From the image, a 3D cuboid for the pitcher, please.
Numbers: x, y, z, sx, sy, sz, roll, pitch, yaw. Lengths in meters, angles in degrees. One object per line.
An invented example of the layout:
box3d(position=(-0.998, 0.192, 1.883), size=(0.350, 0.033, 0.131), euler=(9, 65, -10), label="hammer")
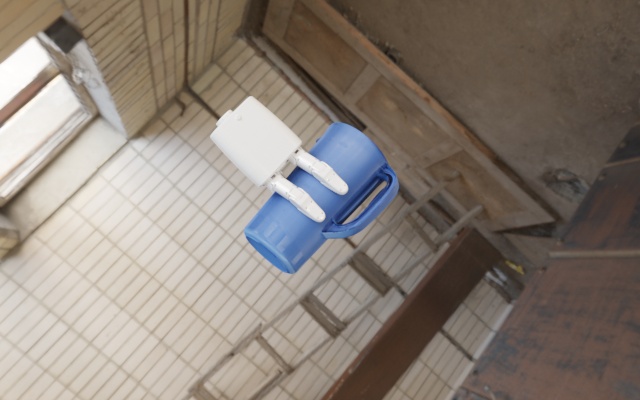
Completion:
box3d(position=(0.000, 0.002, 0.775), size=(0.145, 0.242, 0.149), euler=(44, -17, -10), label="pitcher")
